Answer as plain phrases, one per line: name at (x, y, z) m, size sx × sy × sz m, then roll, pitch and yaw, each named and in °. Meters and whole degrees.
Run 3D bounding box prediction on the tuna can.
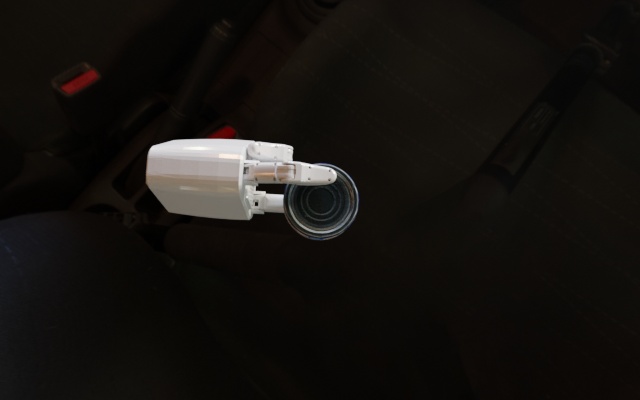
tuna can at (0.000, 0.002, 0.541) m, size 0.086 × 0.086 × 0.034 m, roll 0°, pitch -7°, yaw -3°
